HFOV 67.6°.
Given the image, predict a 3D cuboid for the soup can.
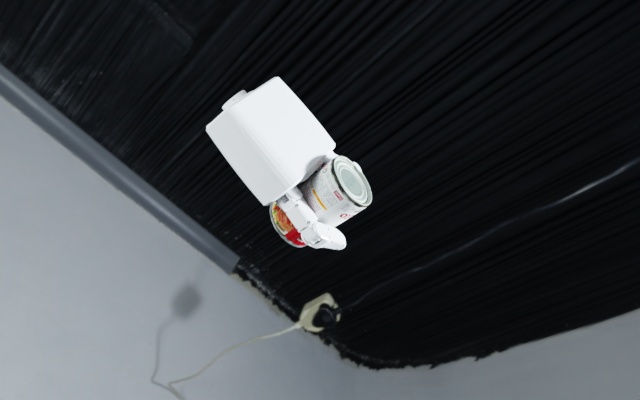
[{"bbox_3d":[0.001,0.002,0.555,0.102,0.068,0.068,-34,-18,30],"label":"soup can"}]
